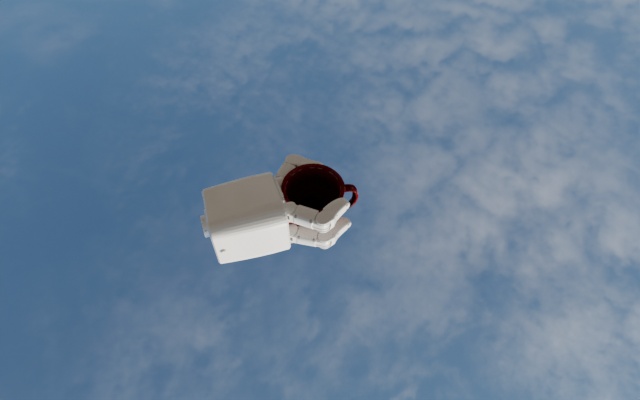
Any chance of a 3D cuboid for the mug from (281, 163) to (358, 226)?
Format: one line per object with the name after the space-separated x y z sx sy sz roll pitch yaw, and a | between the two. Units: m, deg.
0.001 0.002 0.726 0.117 0.093 0.082 -12 -35 -10 | mug
